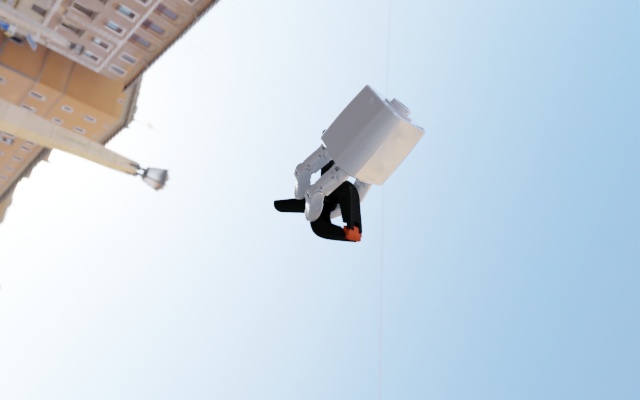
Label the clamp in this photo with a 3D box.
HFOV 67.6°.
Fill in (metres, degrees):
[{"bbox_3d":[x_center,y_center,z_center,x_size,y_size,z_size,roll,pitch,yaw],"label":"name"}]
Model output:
[{"bbox_3d":[0.001,0.003,0.738,0.036,0.164,0.209,24,25,-37],"label":"clamp"}]
